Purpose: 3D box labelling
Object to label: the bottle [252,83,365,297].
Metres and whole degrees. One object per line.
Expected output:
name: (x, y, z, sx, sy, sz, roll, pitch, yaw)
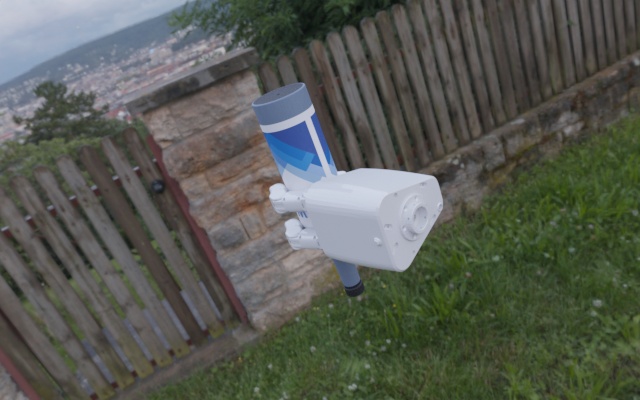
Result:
bottle: (0.000, 0.002, 0.611, 0.069, 0.296, 0.069, -18, 24, 8)
